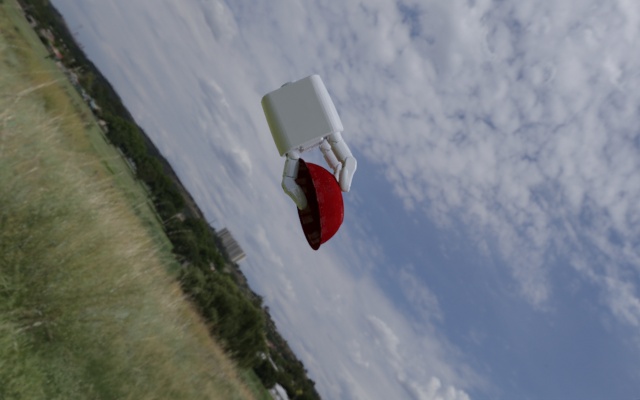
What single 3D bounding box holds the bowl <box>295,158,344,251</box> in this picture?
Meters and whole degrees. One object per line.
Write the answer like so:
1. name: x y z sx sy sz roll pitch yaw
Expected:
1. bowl: 0.001 0.004 0.826 0.055 0.162 0.162 -10 3 -15
